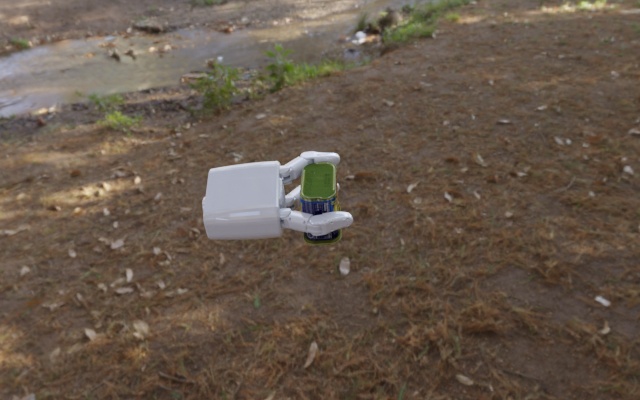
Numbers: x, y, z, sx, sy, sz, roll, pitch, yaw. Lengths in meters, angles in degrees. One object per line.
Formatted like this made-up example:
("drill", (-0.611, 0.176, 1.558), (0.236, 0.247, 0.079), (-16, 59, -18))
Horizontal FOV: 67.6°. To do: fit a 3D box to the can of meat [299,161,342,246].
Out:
("can of meat", (0.000, 0.002, 0.709), (0.057, 0.084, 0.102), (-3, 36, 4))
